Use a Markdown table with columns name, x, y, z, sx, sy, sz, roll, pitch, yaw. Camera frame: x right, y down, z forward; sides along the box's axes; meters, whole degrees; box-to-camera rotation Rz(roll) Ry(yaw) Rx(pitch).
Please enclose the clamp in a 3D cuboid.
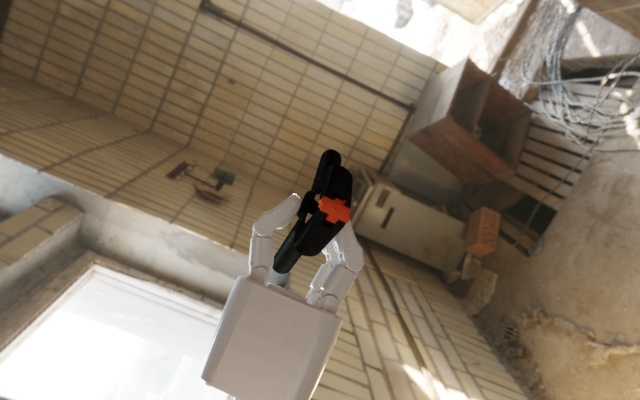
| name | x | y | z | sx | sy | sz | roll | pitch | yaw |
| --- | --- | --- | --- | --- | --- | --- | --- | --- | --- |
| clamp | -0.001 | 0.001 | 0.503 | 0.036 | 0.164 | 0.210 | 25 | -12 | -8 |
